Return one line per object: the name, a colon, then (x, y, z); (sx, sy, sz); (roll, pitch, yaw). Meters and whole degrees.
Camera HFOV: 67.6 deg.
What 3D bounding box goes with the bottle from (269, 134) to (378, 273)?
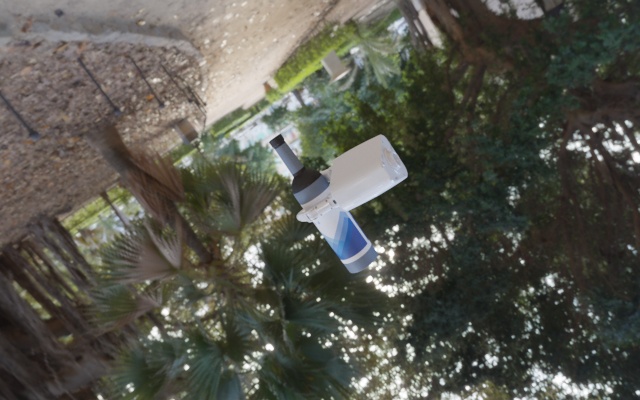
bottle: (0.000, 0.003, 0.899); (0.069, 0.296, 0.069); (-34, 12, 8)
